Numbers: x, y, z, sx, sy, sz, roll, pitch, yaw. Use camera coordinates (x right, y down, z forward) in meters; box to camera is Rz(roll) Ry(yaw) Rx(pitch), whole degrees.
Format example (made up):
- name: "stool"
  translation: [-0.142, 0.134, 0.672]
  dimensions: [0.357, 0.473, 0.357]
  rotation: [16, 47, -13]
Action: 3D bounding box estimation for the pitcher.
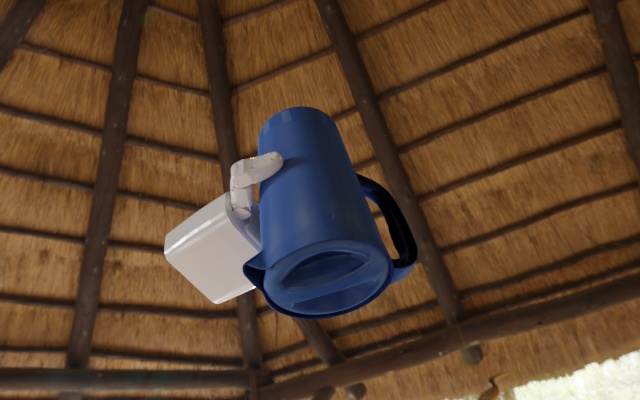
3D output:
- name: "pitcher"
  translation: [0.000, 0.002, 0.552]
  dimensions: [0.145, 0.242, 0.149]
  rotation: [-31, -47, 19]
